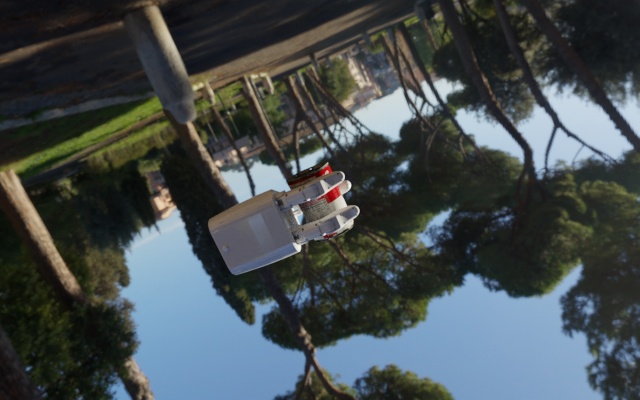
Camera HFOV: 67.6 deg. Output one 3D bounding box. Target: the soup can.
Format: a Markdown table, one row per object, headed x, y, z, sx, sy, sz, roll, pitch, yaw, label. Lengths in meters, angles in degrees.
| x | y | z | sx | sy | sz | roll | pitch | yaw | label |
| --- | --- | --- | --- | --- | --- | --- | --- | --- | --- |
| 0.001 | 0.002 | 0.713 | 0.068 | 0.102 | 0.068 | -23 | 11 | 5 | soup can |
